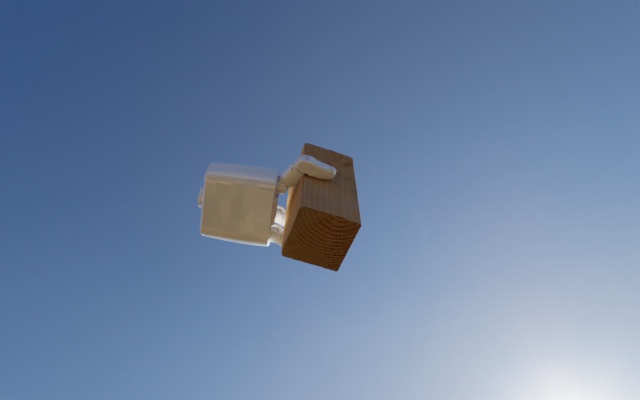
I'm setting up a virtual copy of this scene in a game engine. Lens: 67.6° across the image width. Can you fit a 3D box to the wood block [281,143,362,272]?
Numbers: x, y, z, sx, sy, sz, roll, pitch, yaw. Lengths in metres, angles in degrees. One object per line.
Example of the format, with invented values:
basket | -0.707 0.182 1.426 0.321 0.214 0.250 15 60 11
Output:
wood block | 0.000 0.002 0.744 0.090 0.091 0.206 18 30 -10
